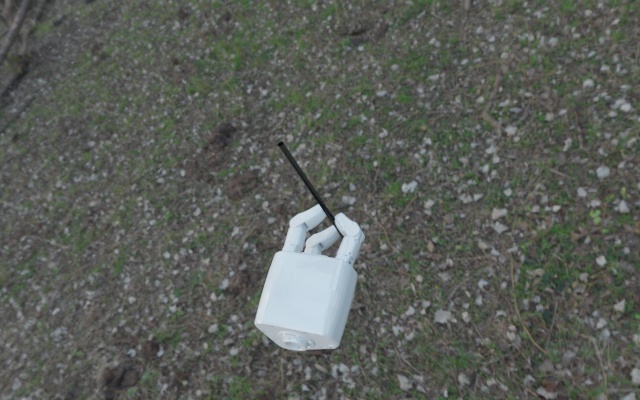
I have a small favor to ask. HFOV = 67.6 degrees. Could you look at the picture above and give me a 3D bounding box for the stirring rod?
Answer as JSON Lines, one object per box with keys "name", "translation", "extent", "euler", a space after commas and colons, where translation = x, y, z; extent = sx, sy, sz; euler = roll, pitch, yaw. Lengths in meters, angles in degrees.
{"name": "stirring rod", "translation": [0.000, 0.002, 0.676], "extent": [0.011, 0.011, 0.240], "euler": [0, -37, 31]}
